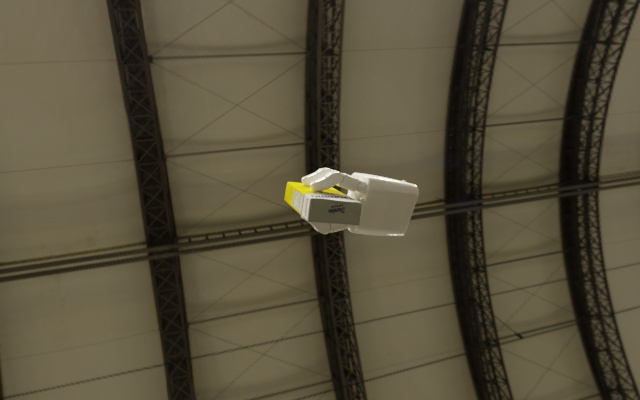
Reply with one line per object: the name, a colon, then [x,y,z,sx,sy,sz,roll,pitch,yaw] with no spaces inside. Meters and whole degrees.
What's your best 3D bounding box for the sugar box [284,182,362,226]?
sugar box: [0.000,0.002,0.855,0.093,0.048,0.176,5,7,-18]
